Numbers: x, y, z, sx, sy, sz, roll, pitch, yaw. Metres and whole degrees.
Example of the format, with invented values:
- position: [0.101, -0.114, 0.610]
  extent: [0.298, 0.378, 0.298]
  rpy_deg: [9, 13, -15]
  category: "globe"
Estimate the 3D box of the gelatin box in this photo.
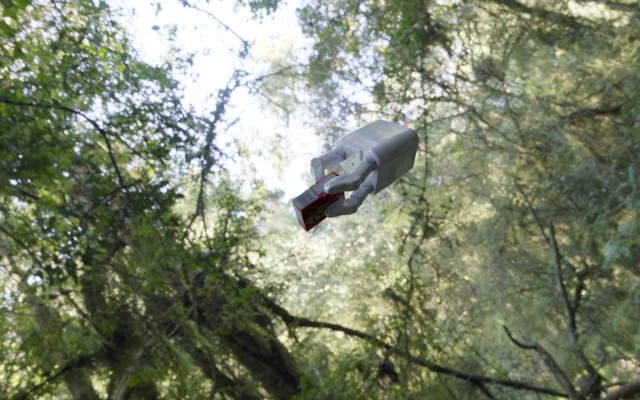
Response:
- position: [0.000, 0.002, 0.795]
  extent: [0.089, 0.030, 0.073]
  rpy_deg: [-35, -30, -14]
  category: "gelatin box"
